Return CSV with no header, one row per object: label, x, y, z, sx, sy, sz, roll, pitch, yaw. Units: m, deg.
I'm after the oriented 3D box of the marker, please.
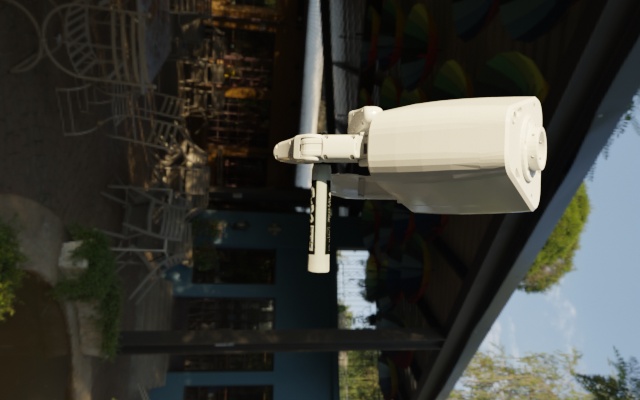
marker,0.000,0.001,0.415,0.020,0.121,0.020,2,-1,0
